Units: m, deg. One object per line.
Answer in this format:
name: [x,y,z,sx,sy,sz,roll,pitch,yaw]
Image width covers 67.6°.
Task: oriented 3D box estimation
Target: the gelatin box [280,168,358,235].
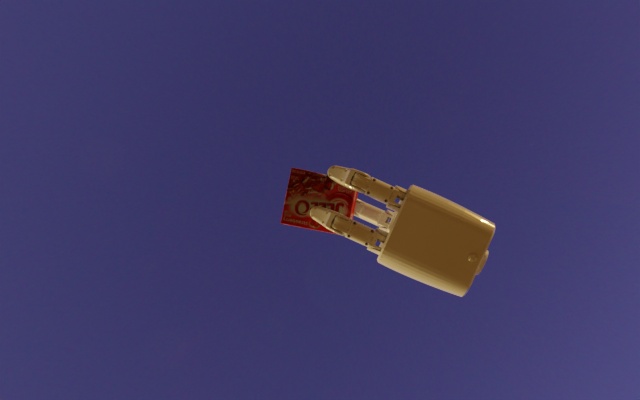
gelatin box: [0.000,0.002,0.607,0.089,0.073,0.030,11,-1,13]
